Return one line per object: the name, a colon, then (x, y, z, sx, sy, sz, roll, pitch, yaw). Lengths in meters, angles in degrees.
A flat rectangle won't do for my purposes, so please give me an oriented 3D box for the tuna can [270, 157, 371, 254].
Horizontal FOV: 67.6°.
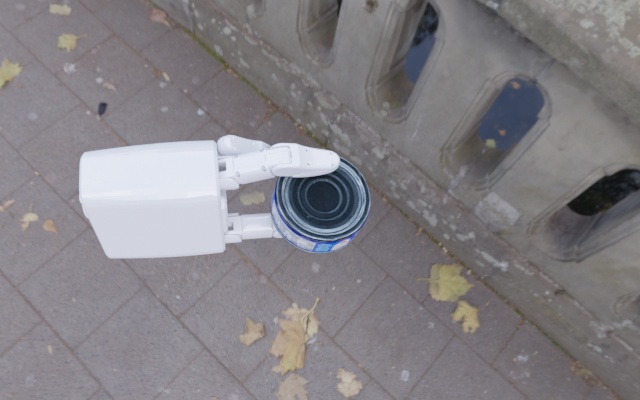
tuna can: (0.000, 0.001, 0.420, 0.086, 0.086, 0.034, 0, -23, -12)
